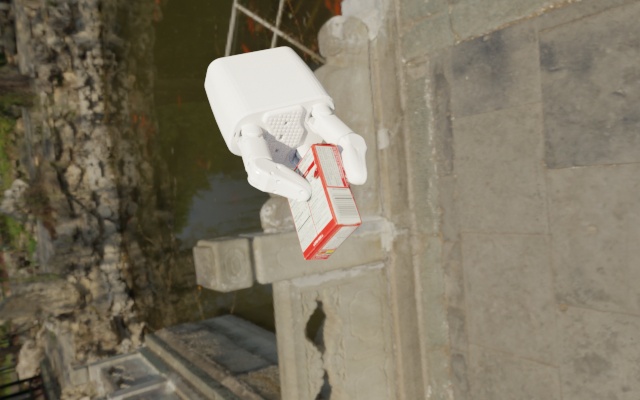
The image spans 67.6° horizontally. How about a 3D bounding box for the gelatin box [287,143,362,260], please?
[{"bbox_3d":[0.000,0.002,0.455,0.030,0.089,0.073,0,-31,-29],"label":"gelatin box"}]
